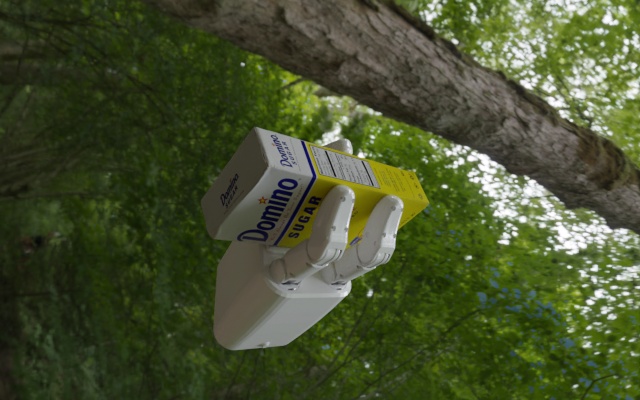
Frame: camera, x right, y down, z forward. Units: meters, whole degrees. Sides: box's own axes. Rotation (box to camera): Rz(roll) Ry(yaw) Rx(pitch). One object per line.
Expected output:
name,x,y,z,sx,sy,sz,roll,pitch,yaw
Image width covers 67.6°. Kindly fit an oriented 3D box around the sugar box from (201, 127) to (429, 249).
sugar box,0.000,0.002,0.406,0.176,0.048,0.093,8,-42,-40
